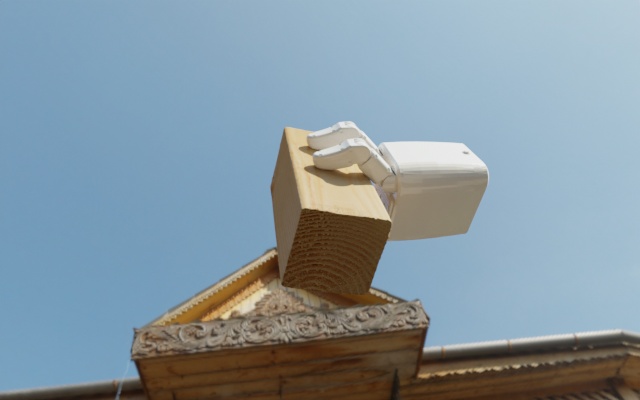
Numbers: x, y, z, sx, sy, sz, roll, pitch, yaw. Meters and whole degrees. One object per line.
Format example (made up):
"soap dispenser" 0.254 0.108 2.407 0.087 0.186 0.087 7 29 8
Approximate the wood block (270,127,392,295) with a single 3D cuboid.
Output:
"wood block" 0.000 0.002 0.534 0.090 0.091 0.206 8 27 -13
